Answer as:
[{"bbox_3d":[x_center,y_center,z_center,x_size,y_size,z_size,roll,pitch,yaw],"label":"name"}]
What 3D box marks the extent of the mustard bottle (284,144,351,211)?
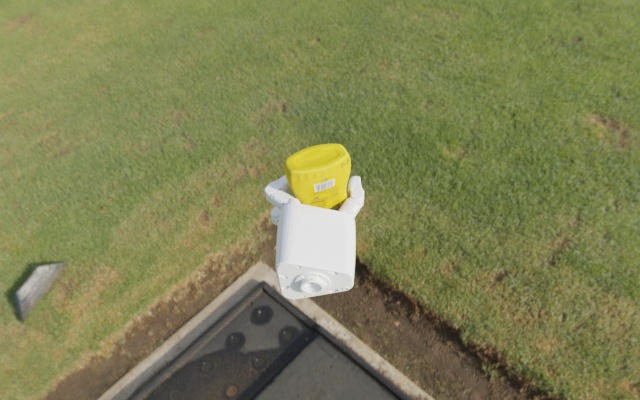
[{"bbox_3d":[0.000,0.002,0.760,0.096,0.192,0.058,-19,48,-13],"label":"mustard bottle"}]
